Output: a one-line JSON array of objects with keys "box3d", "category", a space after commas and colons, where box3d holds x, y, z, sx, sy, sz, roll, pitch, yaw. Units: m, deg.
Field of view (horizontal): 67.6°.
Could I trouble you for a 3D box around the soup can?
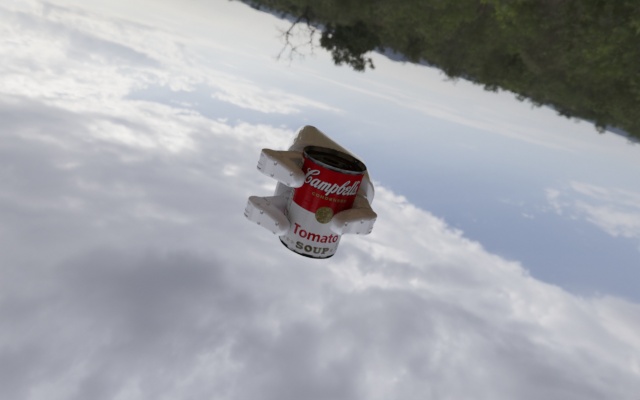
[{"box3d": [0.000, 0.002, 0.503, 0.068, 0.102, 0.068, 16, 20, -6], "category": "soup can"}]
